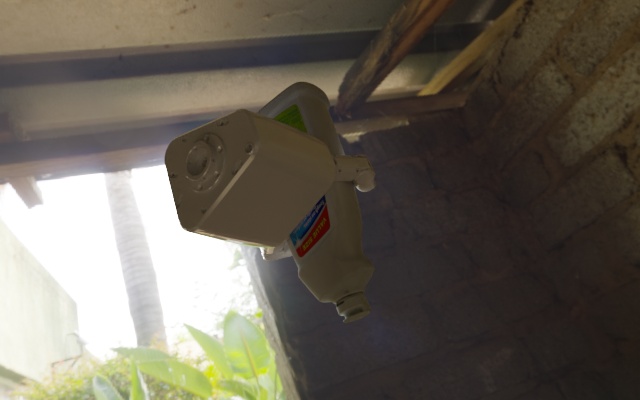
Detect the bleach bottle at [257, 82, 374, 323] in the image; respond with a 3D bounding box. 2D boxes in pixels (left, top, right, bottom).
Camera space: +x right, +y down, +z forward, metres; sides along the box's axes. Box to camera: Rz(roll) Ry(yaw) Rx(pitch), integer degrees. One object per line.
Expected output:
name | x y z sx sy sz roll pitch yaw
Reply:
bleach bottle | 0.000 0.002 0.507 0.102 0.250 0.068 -33 -27 25
